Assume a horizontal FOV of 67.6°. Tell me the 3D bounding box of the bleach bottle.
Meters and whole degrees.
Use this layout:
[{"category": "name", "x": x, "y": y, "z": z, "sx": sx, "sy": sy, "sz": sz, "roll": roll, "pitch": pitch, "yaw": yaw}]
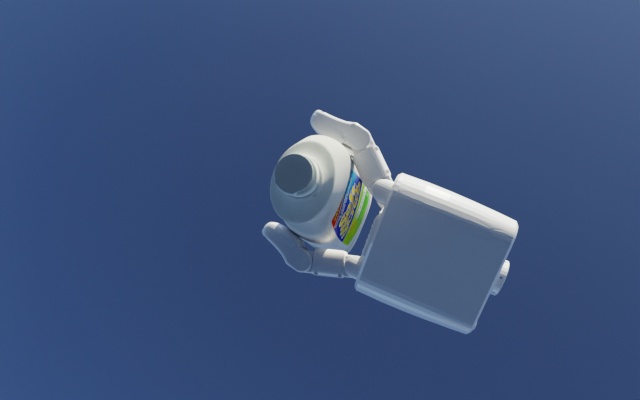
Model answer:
[{"category": "bleach bottle", "x": 0.000, "y": 0.001, "z": 0.456, "sx": 0.068, "sy": 0.102, "sz": 0.251, "roll": 23, "pitch": -1, "yaw": 12}]
